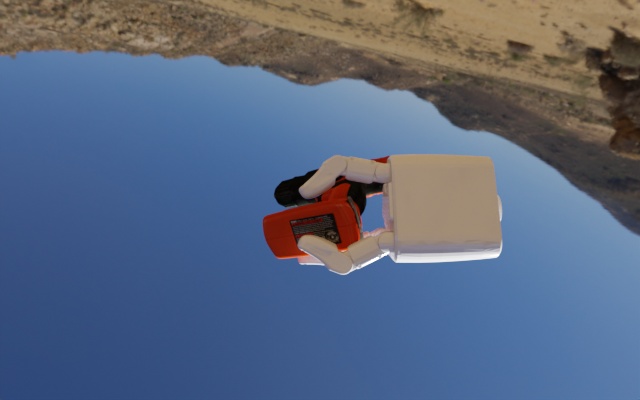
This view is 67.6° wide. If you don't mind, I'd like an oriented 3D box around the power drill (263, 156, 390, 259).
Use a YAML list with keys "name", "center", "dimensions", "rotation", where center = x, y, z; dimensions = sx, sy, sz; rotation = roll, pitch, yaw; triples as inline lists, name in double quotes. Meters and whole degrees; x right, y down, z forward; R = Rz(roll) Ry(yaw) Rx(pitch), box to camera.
- name: "power drill"
  center: [0.000, 0.002, 0.584]
  dimensions: [0.184, 0.057, 0.187]
  rotation: [-13, 18, 23]
